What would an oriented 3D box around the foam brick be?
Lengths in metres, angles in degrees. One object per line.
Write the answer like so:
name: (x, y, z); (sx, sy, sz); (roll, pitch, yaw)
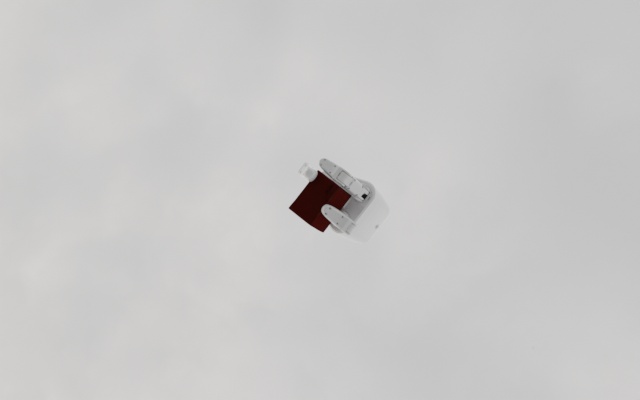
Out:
foam brick: (0.000, 0.003, 0.755); (0.053, 0.078, 0.051); (39, 2, 29)
